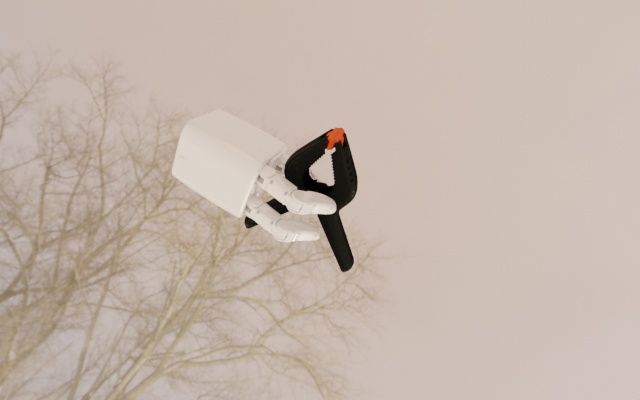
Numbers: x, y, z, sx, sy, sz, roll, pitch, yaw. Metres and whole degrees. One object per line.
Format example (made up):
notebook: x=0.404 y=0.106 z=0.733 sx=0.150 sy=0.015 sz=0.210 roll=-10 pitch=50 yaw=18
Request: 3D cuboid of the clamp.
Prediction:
clamp: x=0.000 y=0.001 z=0.614 sx=0.164 sy=0.210 sz=0.036 roll=28 pitch=41 yaw=-1
